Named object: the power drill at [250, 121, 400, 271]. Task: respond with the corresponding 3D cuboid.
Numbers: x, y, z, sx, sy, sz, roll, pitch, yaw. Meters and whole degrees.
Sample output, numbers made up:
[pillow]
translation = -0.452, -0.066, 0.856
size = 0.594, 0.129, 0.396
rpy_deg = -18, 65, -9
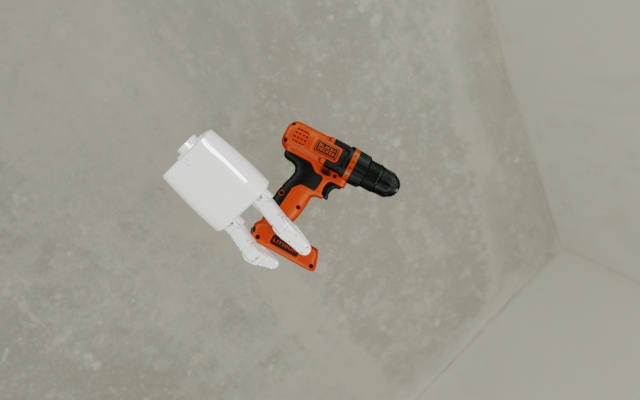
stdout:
[power drill]
translation = 0.000, 0.003, 0.684
size = 0.184, 0.187, 0.057
rpy_deg = 27, -7, 1
